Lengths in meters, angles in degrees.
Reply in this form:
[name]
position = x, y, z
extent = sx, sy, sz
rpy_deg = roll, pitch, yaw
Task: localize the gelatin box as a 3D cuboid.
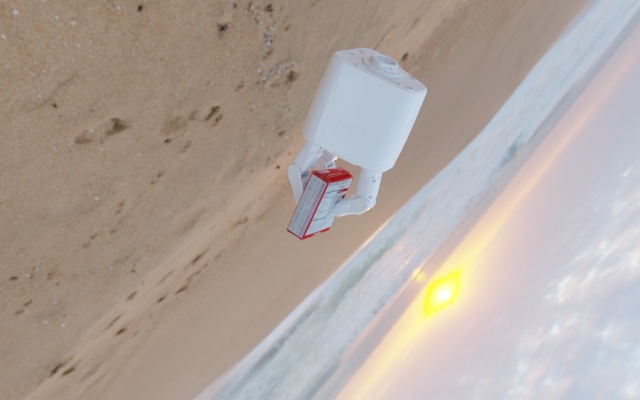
[gelatin box]
position = 0.000, 0.003, 0.619
extent = 0.030, 0.089, 0.073
rpy_deg = 32, 21, 21
